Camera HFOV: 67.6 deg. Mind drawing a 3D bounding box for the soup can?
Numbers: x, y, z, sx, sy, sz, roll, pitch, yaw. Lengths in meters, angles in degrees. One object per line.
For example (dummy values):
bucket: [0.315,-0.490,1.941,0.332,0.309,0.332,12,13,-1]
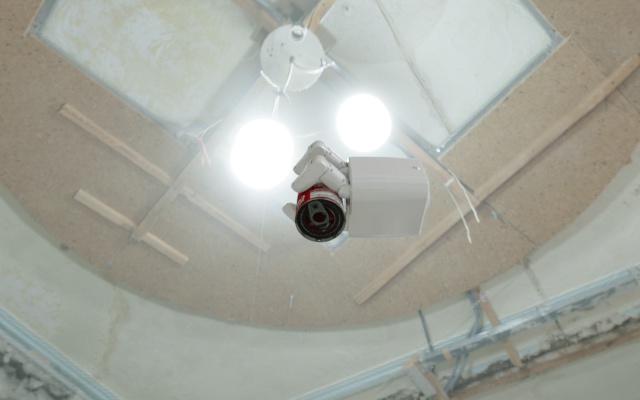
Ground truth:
soup can: [0.000,0.002,0.670,0.068,0.068,0.102,0,29,0]
